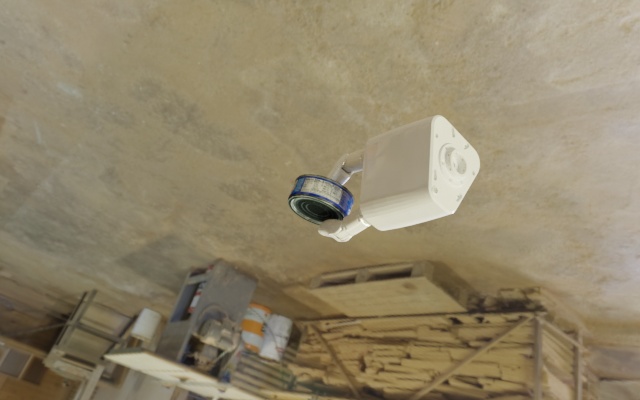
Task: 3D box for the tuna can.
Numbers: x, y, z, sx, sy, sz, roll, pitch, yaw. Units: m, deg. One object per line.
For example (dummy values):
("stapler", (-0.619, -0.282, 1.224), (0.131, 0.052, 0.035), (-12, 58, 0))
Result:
("tuna can", (0.000, 0.003, 0.643), (0.086, 0.033, 0.086), (17, -25, 8))
